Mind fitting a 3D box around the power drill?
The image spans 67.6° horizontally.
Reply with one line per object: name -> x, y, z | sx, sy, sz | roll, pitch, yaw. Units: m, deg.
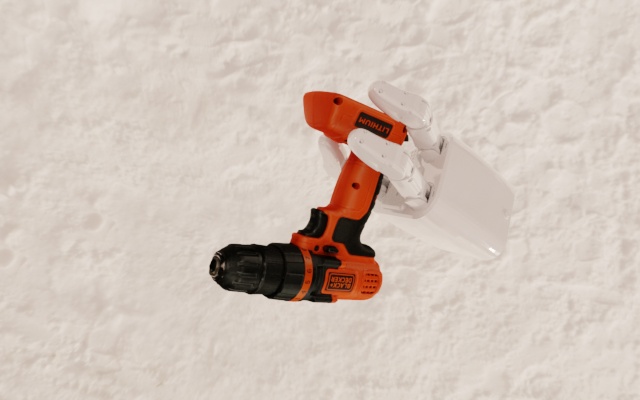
power drill -> 0.000, 0.001, 0.436 | 0.184, 0.187, 0.057 | 12, 5, -41
